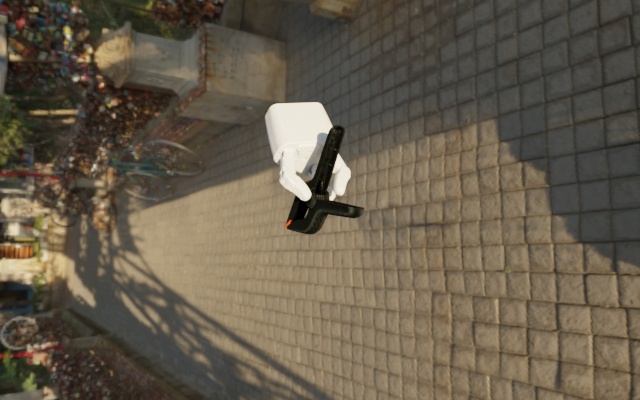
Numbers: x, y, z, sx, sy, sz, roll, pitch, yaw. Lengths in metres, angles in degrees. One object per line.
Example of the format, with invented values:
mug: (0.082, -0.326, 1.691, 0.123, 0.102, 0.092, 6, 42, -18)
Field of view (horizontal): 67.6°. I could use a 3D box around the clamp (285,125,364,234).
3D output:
clamp: (-0.001, 0.003, 0.787, 0.036, 0.164, 0.210, 8, -41, -29)
